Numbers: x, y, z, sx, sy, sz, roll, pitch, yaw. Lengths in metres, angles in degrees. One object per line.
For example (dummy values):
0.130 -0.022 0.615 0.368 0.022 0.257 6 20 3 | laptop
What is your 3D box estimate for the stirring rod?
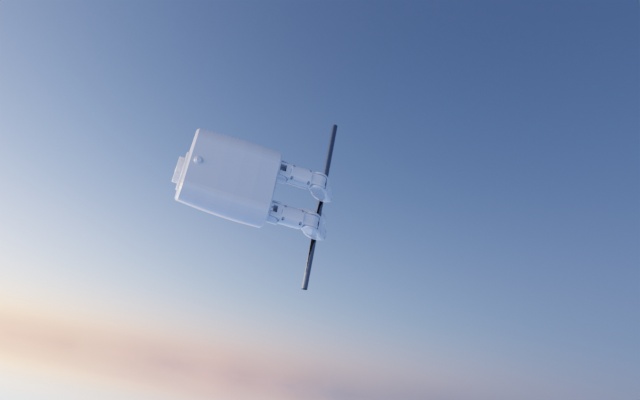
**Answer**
0.000 0.002 0.647 0.011 0.239 0.011 9 -21 4 | stirring rod
